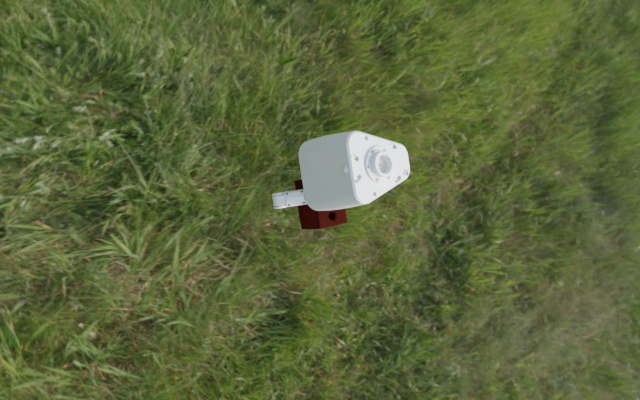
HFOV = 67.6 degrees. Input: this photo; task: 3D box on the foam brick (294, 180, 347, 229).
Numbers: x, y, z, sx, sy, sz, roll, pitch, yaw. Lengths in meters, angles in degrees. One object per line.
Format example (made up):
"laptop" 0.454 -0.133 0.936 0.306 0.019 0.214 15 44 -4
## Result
"foam brick" 0.000 0.003 0.717 0.053 0.078 0.051 -11 3 -35
